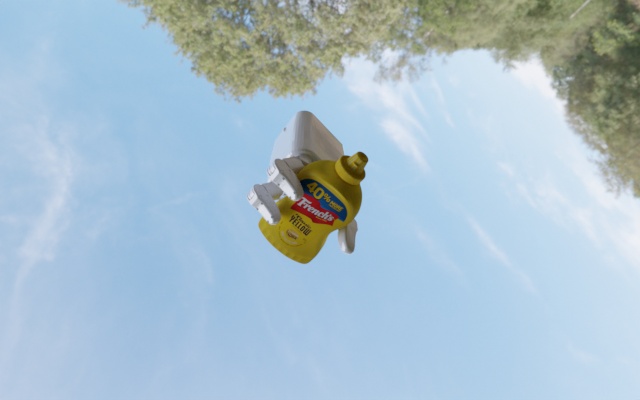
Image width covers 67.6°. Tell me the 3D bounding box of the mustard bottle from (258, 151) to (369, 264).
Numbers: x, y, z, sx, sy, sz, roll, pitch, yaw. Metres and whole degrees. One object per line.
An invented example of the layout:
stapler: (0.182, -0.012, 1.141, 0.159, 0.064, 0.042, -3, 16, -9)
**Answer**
mustard bottle: (0.000, 0.002, 0.645, 0.192, 0.096, 0.058, -47, 3, 35)
